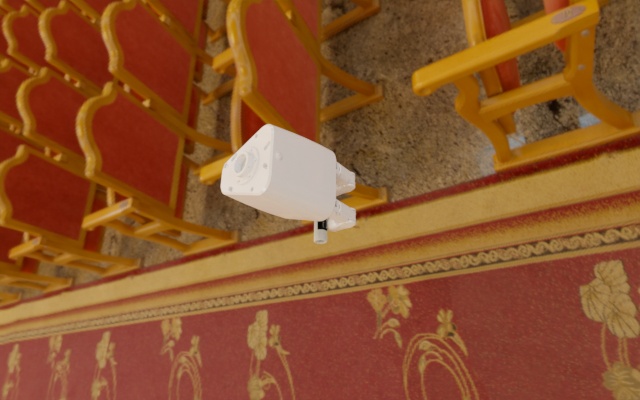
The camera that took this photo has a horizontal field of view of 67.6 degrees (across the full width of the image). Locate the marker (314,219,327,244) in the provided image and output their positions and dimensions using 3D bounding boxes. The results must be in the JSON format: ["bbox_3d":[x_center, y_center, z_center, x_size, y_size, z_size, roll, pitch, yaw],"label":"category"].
[{"bbox_3d":[0.000,0.002,0.690,0.020,0.121,0.020,0,-23,0],"label":"marker"}]
